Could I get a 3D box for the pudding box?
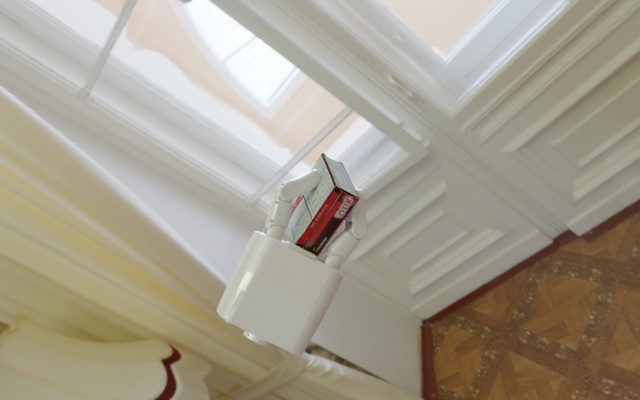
[{"bbox_3d":[0.000,0.002,0.595,0.039,0.090,0.113,28,19,-22],"label":"pudding box"}]
